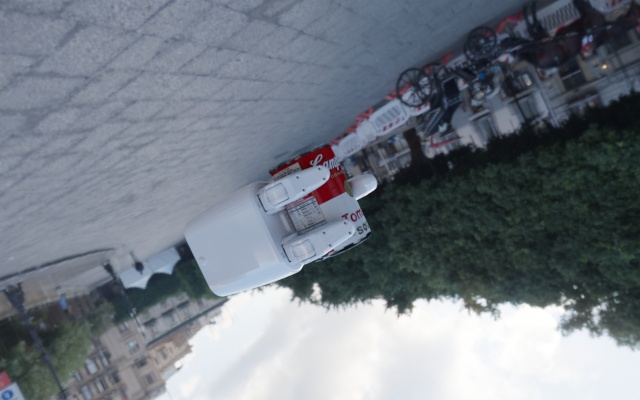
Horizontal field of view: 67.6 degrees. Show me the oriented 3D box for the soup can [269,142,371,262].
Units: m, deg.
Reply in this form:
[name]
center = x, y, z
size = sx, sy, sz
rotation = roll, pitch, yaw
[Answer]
[soup can]
center = 0.001, 0.002, 0.479
size = 0.068, 0.102, 0.068
rotation = -25, 1, 1
